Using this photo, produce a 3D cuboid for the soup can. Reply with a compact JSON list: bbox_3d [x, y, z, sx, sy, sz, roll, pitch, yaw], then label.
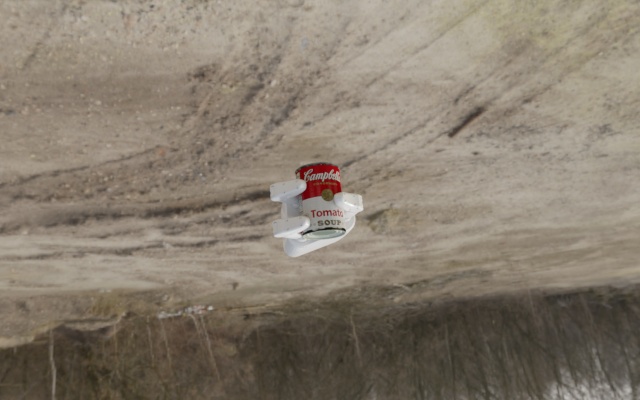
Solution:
[{"bbox_3d":[0.000,0.002,0.709,0.068,0.102,0.068,-5,-16,-2],"label":"soup can"}]
